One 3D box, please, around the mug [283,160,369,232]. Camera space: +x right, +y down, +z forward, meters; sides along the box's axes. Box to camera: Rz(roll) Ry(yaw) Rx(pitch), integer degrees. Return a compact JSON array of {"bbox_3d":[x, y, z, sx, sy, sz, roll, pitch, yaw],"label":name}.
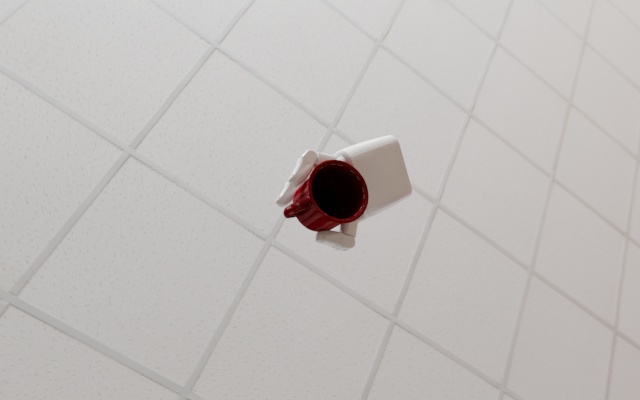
[{"bbox_3d":[-0.001,0.003,0.686,0.117,0.093,0.081,-22,-7,-29],"label":"mug"}]
